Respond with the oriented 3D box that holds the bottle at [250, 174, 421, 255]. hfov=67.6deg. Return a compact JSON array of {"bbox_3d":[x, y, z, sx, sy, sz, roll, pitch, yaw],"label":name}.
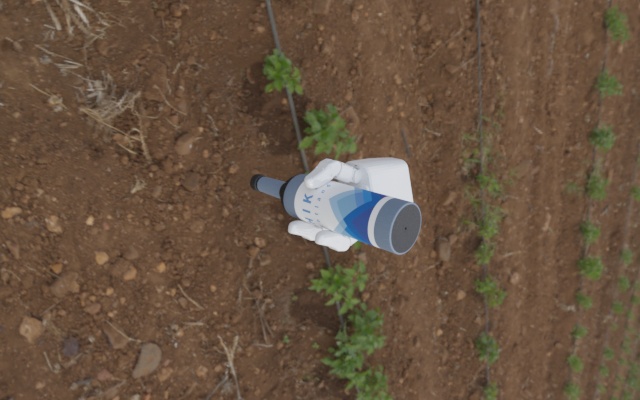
[{"bbox_3d":[0.000,0.002,0.680,0.295,0.069,0.069,17,12,42],"label":"bottle"}]
